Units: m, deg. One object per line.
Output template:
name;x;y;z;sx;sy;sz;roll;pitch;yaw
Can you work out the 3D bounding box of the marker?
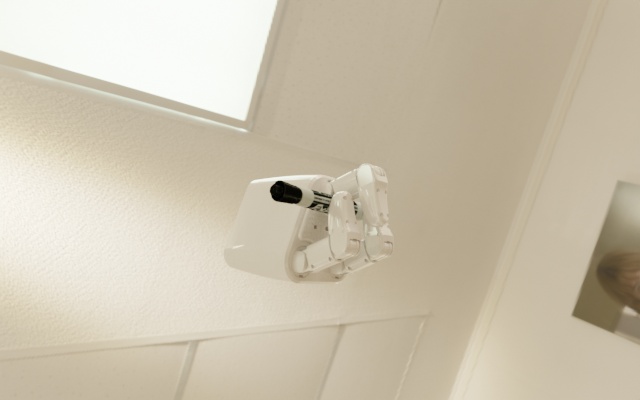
marker;0.000;0.001;0.445;0.020;0.020;0.121;0;-10;42
